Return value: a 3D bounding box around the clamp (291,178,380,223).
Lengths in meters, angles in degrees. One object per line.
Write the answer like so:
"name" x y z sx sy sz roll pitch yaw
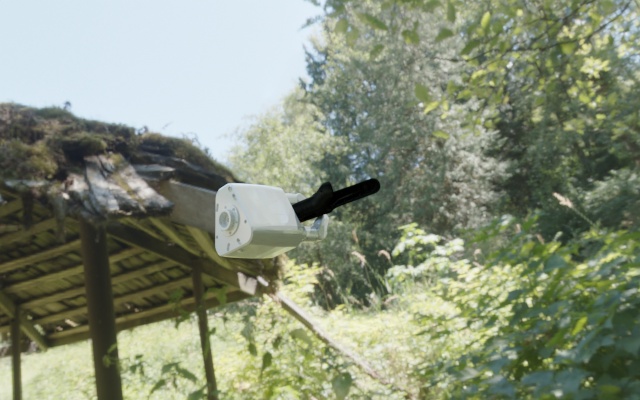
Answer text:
"clamp" 0.000 0.002 0.772 0.171 0.039 0.120 -27 -21 36
